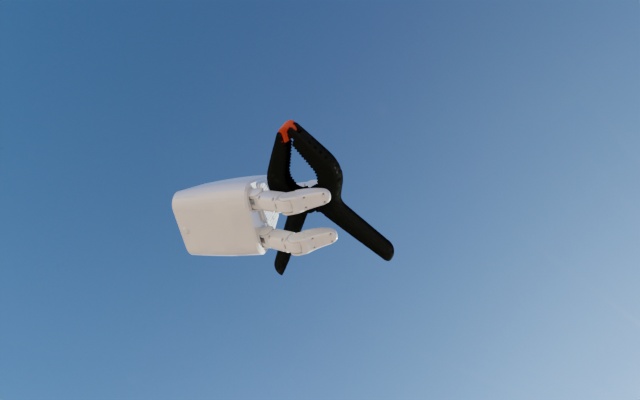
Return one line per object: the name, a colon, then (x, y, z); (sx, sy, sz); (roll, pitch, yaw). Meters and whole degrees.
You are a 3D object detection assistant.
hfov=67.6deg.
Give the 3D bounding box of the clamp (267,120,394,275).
clamp: (0.000, 0.001, 0.593); (0.164, 0.210, 0.036); (-4, 26, 15)
